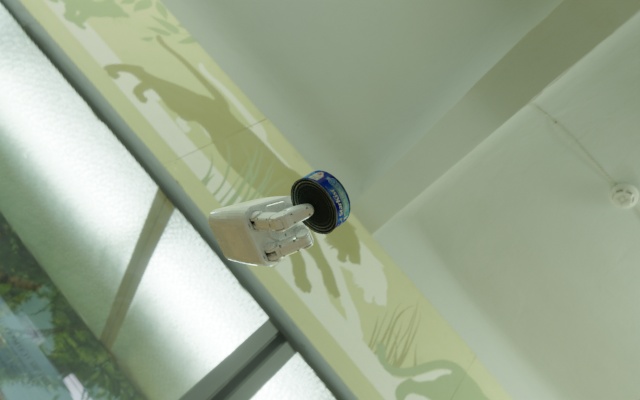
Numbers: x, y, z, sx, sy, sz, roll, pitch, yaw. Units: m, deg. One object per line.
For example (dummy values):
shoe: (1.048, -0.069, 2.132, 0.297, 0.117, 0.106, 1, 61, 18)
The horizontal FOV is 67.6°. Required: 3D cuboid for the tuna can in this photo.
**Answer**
tuna can: (0.001, 0.002, 0.668, 0.086, 0.086, 0.033, 0, 26, 47)
